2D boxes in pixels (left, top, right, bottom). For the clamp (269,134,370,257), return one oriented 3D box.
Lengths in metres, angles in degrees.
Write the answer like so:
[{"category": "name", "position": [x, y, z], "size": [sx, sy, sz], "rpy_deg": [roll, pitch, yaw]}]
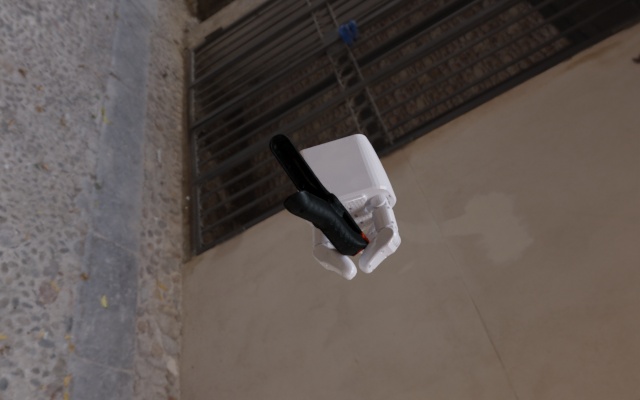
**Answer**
[{"category": "clamp", "position": [0.001, 0.002, 0.532], "size": [0.039, 0.120, 0.171], "rpy_deg": [-27, -41, 14]}]
